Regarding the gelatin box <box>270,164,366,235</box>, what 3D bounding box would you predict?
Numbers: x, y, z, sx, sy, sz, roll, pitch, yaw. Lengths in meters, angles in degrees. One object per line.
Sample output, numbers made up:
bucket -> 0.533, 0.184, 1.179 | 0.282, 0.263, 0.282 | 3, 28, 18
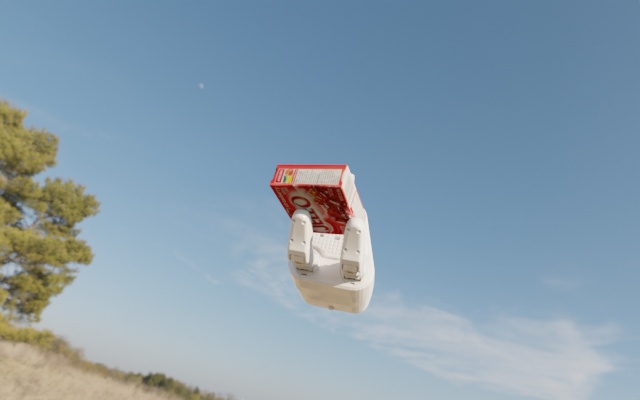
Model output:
gelatin box -> 0.000, 0.001, 0.478 | 0.073, 0.030, 0.089 | 3, -34, 21
